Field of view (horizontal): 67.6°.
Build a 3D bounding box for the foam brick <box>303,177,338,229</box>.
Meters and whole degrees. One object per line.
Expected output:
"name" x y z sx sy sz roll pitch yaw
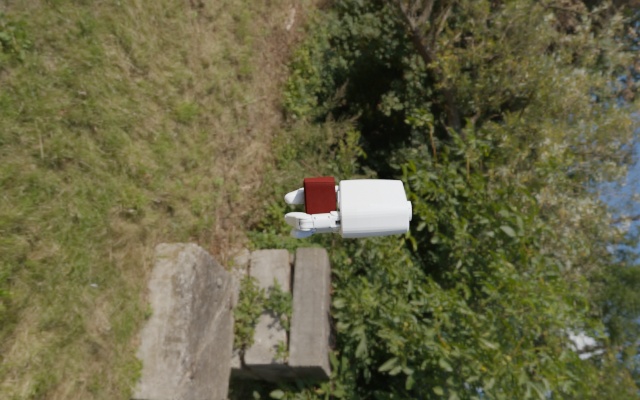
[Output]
"foam brick" 0.000 0.002 0.782 0.051 0.078 0.053 -3 13 1
